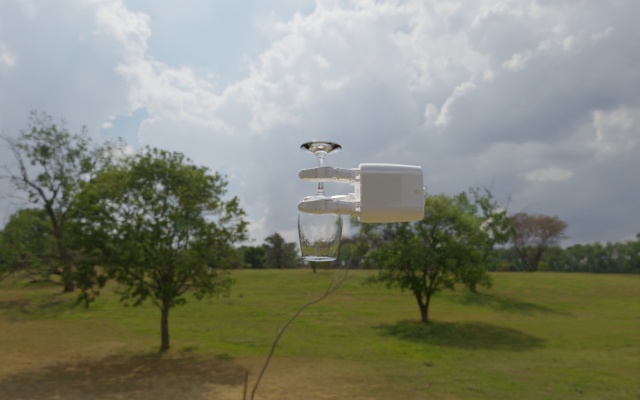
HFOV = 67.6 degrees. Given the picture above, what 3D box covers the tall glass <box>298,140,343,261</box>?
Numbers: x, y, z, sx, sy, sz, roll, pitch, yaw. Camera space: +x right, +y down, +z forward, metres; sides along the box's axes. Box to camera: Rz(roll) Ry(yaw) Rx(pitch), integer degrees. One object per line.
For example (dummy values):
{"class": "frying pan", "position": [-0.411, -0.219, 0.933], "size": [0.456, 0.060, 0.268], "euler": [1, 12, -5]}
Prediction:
{"class": "tall glass", "position": [0.000, 0.002, 0.830], "size": [0.079, 0.201, 0.079], "euler": [1, -12, 0]}
